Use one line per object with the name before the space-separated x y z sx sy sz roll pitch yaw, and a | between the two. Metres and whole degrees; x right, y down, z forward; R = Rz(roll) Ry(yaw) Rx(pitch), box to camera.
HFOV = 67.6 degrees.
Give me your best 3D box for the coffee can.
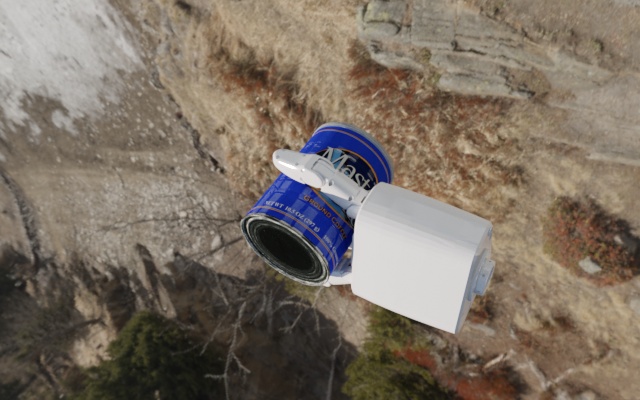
coffee can | 0.000 0.001 0.495 0.103 0.103 0.140 0 44 46
